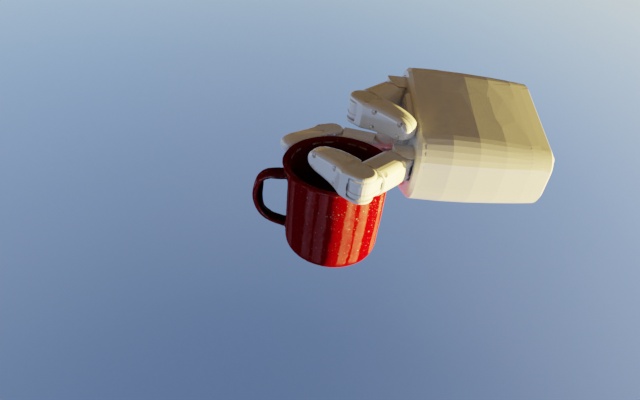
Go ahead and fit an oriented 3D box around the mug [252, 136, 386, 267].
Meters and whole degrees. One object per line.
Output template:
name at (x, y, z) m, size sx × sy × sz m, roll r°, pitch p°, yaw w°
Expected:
mug at (-0.001, 0.001, 0.409) m, size 0.117 × 0.082 × 0.093 m, roll 5°, pitch 36°, yaw -3°
